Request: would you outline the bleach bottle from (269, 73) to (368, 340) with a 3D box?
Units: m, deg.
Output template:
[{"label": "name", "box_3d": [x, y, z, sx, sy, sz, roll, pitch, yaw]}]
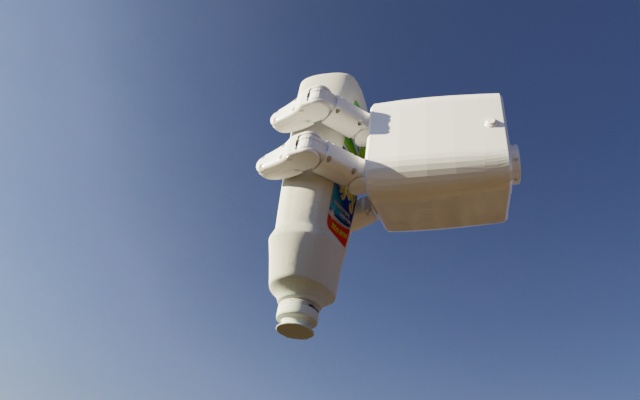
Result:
[{"label": "bleach bottle", "box_3d": [0.000, 0.001, 0.424, 0.068, 0.250, 0.103, -3, -39, 16]}]
